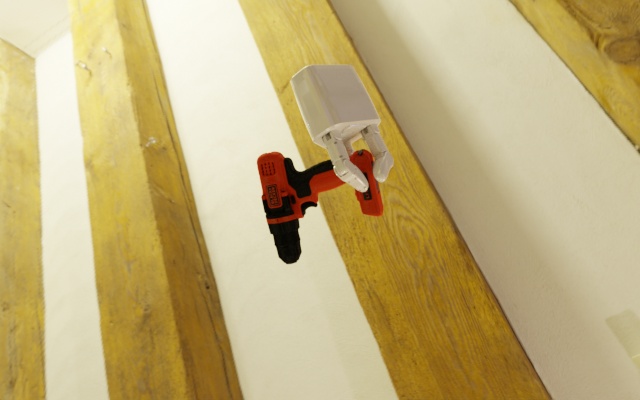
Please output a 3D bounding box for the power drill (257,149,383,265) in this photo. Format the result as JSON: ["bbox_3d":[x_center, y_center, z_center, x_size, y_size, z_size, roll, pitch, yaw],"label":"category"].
[{"bbox_3d":[0.001,0.002,0.751,0.187,0.184,0.057,-10,10,12],"label":"power drill"}]
